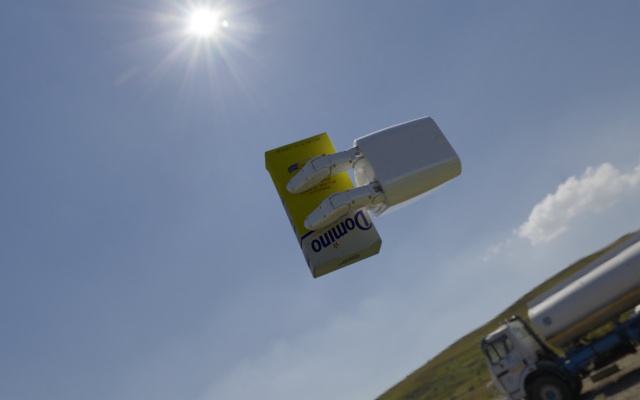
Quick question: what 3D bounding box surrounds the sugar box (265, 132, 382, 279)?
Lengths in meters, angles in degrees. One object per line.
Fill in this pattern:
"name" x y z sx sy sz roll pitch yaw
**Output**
"sugar box" 0.000 0.002 0.616 0.093 0.176 0.048 -20 -27 -12
